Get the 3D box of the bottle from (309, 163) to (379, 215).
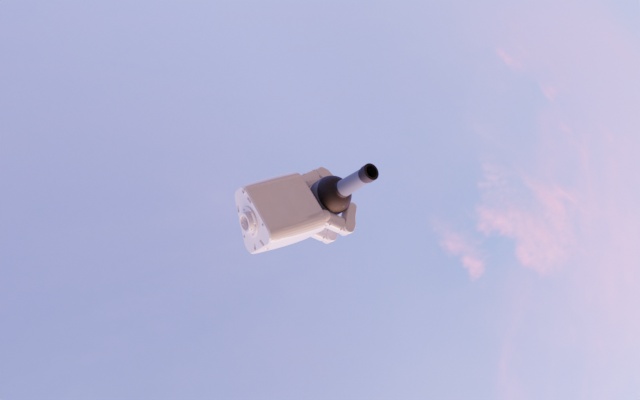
[{"bbox_3d":[0.000,0.003,0.823,0.069,0.069,0.296,0,-18,-33],"label":"bottle"}]
